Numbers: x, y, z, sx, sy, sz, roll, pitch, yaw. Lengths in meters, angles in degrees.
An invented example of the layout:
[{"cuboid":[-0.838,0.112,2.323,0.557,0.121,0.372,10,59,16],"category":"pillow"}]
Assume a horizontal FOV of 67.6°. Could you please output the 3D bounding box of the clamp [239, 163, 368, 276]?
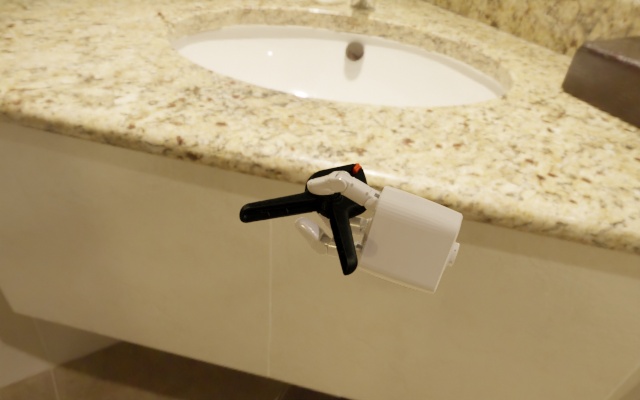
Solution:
[{"cuboid":[0.001,0.001,0.655,0.164,0.036,0.210,22,39,9],"category":"clamp"}]
